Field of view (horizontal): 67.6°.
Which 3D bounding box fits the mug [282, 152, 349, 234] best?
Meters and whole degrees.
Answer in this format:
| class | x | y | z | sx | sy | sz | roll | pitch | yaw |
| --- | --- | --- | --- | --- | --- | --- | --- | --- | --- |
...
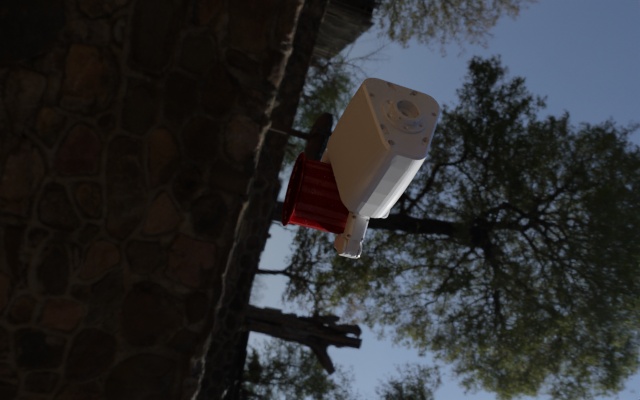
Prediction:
| class | x | y | z | sx | sy | sz | roll | pitch | yaw |
| --- | --- | --- | --- | --- | --- | --- | --- | --- | --- |
| mug | 0.000 | 0.003 | 0.598 | 0.081 | 0.093 | 0.117 | 14 | -36 | -12 |
